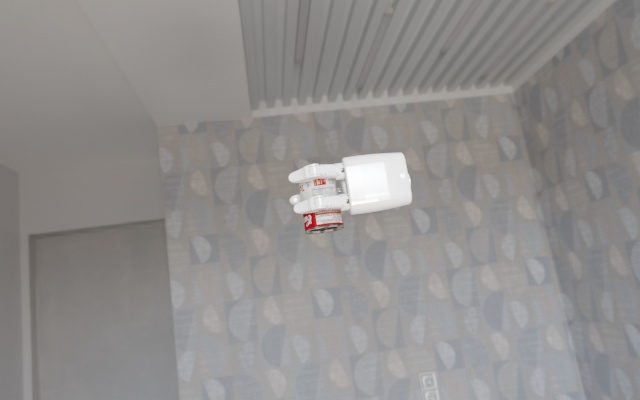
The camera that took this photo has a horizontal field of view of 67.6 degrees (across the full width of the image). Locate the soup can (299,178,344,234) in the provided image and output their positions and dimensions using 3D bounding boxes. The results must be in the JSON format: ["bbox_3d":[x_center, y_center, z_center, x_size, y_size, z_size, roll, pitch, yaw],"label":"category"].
[{"bbox_3d":[0.000,0.003,0.834,0.068,0.102,0.068,-8,-11,-2],"label":"soup can"}]
